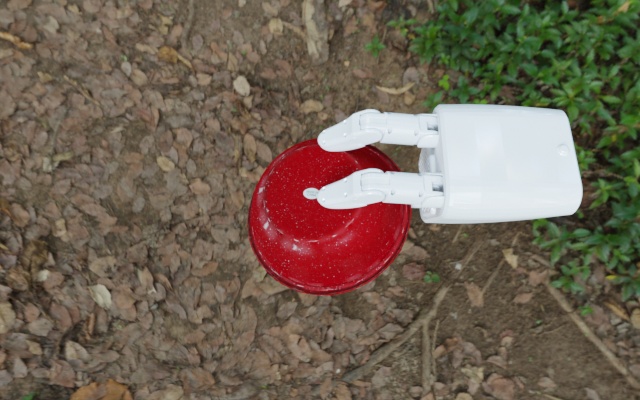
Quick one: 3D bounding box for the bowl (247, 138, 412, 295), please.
[{"bbox_3d":[-0.001,0.002,0.436,0.162,0.162,0.055,0,-21,15],"label":"bowl"}]
